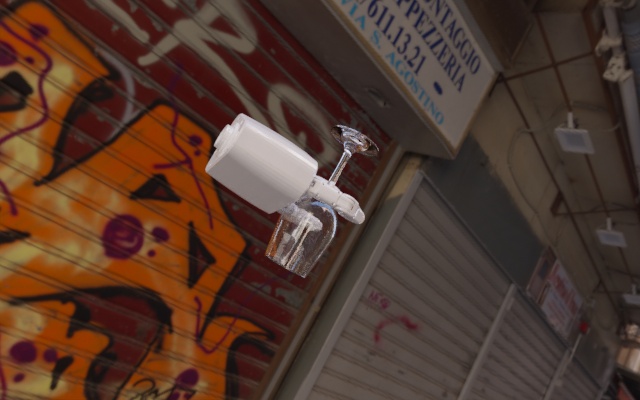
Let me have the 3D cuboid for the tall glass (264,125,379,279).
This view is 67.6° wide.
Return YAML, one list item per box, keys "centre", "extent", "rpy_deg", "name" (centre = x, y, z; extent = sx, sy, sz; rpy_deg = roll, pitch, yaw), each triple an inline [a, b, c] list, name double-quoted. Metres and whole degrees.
- centre: [0.001, 0.002, 0.643]
  extent: [0.079, 0.201, 0.079]
  rpy_deg: [28, -11, 6]
  name: "tall glass"
